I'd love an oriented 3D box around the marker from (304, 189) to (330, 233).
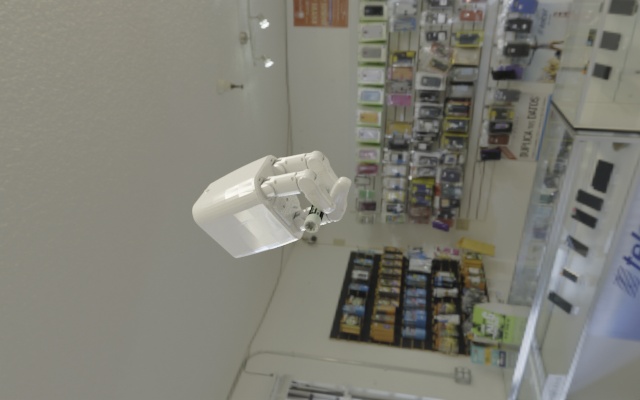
[{"bbox_3d":[0.000,0.002,0.615,0.020,0.020,0.121,0,29,12],"label":"marker"}]
